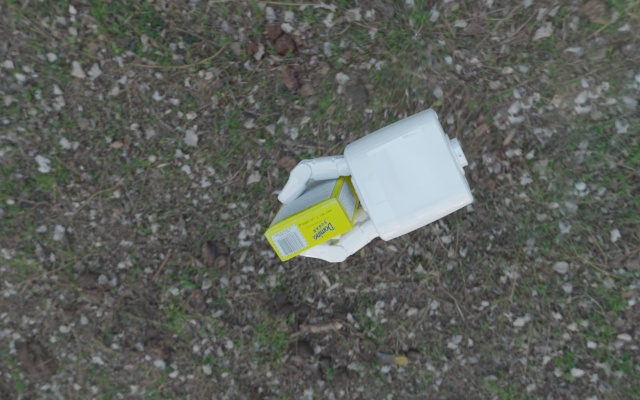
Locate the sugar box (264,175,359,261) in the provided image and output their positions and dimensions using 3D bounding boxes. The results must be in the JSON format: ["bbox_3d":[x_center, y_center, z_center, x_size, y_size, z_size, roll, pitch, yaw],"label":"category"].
[{"bbox_3d":[0.000,0.002,0.585,0.093,0.048,0.176,-26,12,18],"label":"sugar box"}]
